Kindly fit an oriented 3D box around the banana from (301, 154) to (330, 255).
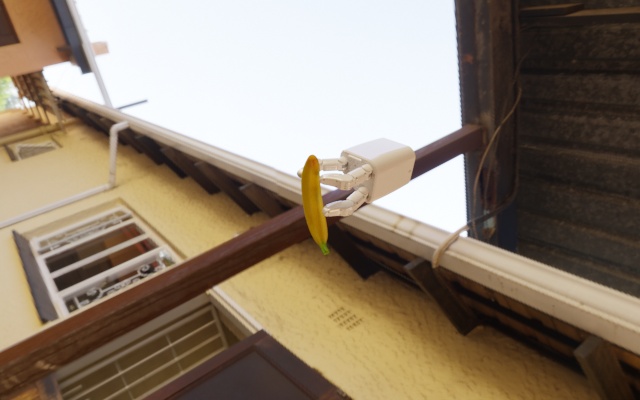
[{"bbox_3d":[-0.009,0.002,0.907,0.037,0.198,0.069,-20,22,-26],"label":"banana"}]
